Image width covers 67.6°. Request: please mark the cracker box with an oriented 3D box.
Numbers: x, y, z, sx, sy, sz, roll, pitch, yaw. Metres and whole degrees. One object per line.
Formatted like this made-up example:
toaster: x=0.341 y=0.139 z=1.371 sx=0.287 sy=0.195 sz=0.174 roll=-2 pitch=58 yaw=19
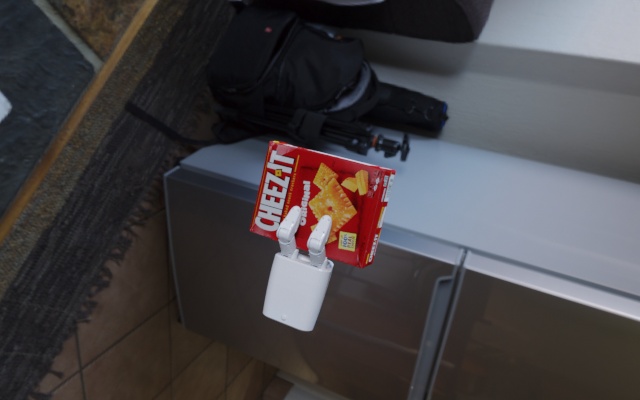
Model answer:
cracker box: x=0.000 y=0.003 z=0.802 sx=0.213 sy=0.164 sz=0.072 roll=16 pitch=6 yaw=21
